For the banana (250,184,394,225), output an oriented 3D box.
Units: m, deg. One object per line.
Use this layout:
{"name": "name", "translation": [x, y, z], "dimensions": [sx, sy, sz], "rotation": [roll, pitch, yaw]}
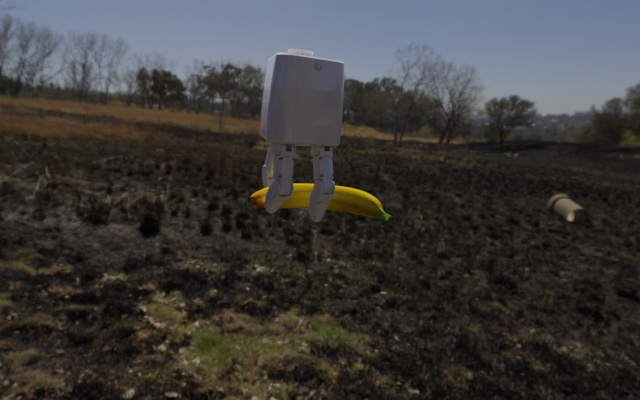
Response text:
{"name": "banana", "translation": [0.002, -0.002, 0.671], "dimensions": [0.198, 0.037, 0.069], "rotation": [6, 12, -7]}
